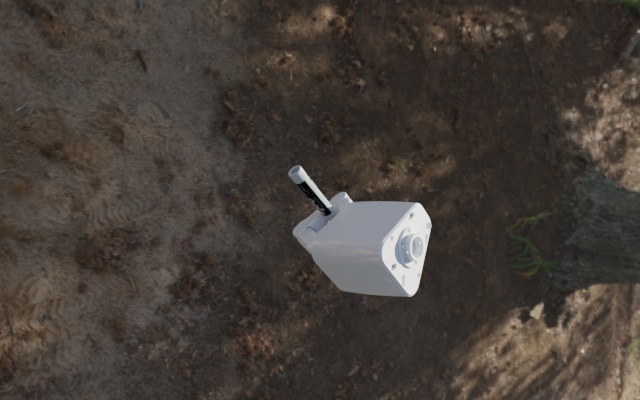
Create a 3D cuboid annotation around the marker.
[{"bbox_3d":[0.000,0.002,0.622,0.020,0.020,0.121,0,-41,45],"label":"marker"}]
